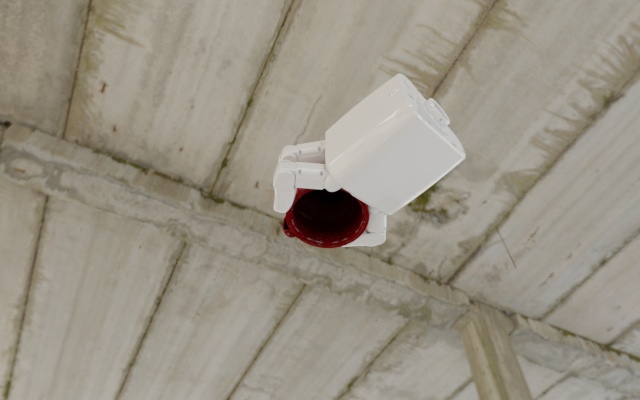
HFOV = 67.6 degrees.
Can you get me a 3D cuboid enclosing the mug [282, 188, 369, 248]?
[{"bbox_3d":[-0.001,0.003,0.570,0.117,0.081,0.093,-38,-62,26],"label":"mug"}]
